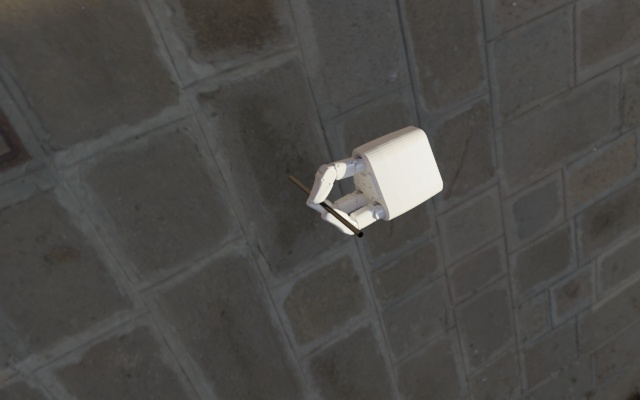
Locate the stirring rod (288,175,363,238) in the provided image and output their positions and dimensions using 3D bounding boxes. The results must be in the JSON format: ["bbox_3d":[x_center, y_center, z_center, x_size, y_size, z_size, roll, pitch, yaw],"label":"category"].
[{"bbox_3d":[0.000,0.002,0.700,0.011,0.011,0.239,0,20,-26],"label":"stirring rod"}]
